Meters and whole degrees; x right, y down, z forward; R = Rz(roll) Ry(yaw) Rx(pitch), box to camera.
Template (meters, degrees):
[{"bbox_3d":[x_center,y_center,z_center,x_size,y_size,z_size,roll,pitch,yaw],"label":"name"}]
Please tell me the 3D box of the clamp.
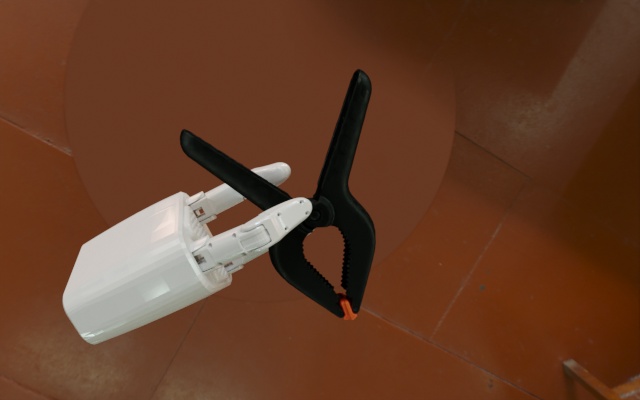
[{"bbox_3d":[0.000,0.002,0.411,0.164,0.210,0.036,-27,12,-2],"label":"clamp"}]
